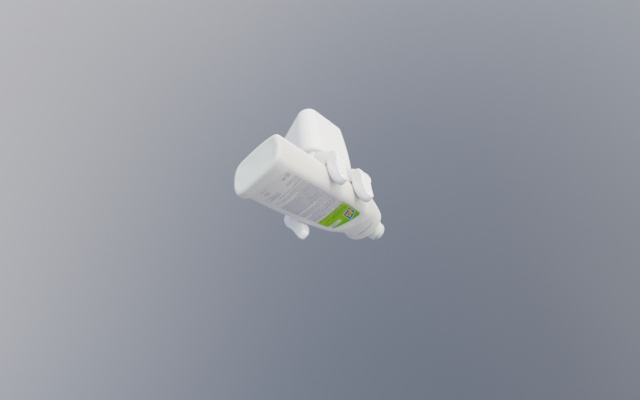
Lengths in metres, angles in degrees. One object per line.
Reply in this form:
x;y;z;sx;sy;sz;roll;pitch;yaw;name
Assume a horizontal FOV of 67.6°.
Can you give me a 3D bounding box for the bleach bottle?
0.000;0.002;0.721;0.102;0.068;0.251;-37;-50;28;bleach bottle
